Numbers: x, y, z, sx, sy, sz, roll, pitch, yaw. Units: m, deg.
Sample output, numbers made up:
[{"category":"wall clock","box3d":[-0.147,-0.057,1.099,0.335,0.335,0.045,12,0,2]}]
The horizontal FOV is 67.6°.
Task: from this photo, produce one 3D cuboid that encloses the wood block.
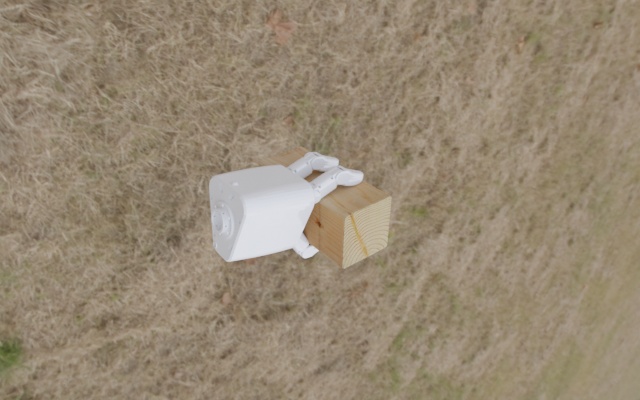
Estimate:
[{"category":"wood block","box3d":[0.000,0.003,0.726,0.090,0.091,0.206,-23,39,-32]}]
